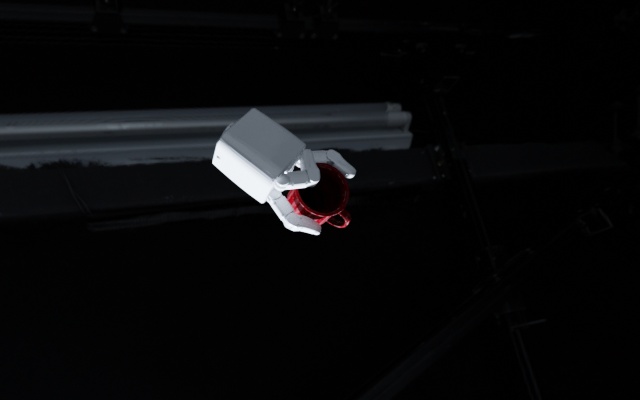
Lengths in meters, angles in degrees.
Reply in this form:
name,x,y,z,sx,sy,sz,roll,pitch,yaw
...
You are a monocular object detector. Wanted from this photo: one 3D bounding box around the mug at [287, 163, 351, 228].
name,x,y,z,sx,sy,sz,roll,pitch,yaw
mug,0.001,0.004,0.794,0.117,0.093,0.081,38,-28,-2
